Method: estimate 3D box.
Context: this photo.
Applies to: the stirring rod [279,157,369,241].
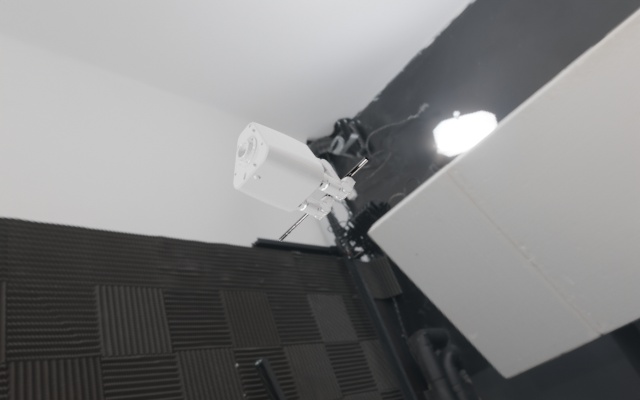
[{"bbox_3d":[0.000,0.003,0.844,0.240,0.011,0.011,-43,-25,30],"label":"stirring rod"}]
